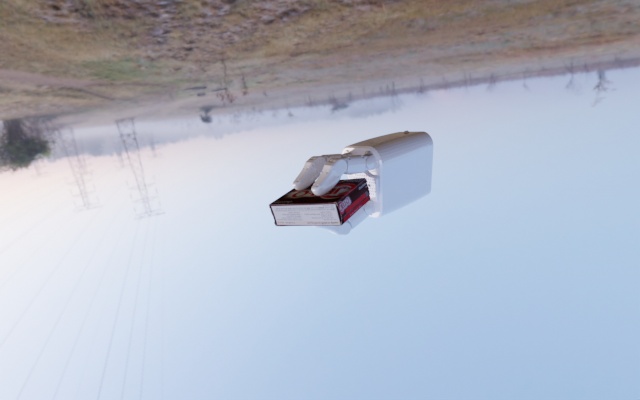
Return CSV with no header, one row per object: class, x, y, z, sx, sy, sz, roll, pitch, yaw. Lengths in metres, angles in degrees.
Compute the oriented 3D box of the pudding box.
pudding box,0.000,0.002,0.664,0.113,0.039,0.090,-5,19,34
